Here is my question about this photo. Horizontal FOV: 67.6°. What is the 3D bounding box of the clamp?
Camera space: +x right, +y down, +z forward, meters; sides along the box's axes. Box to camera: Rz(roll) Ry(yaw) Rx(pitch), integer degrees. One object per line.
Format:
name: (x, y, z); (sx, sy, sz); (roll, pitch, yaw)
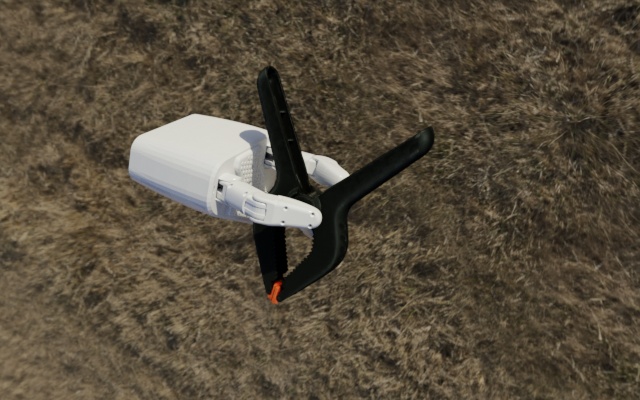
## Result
clamp: (-0.001, 0.002, 0.423); (0.164, 0.210, 0.036); (18, 17, 21)
